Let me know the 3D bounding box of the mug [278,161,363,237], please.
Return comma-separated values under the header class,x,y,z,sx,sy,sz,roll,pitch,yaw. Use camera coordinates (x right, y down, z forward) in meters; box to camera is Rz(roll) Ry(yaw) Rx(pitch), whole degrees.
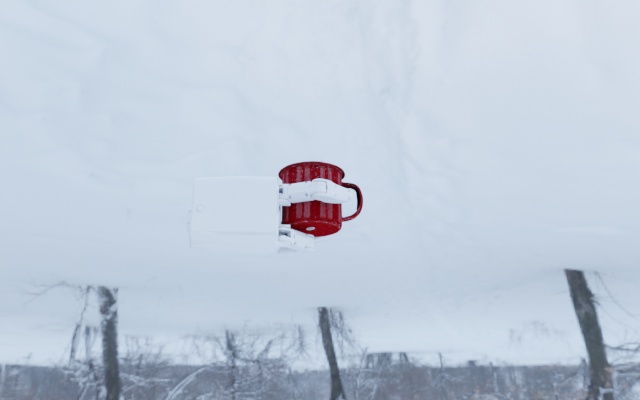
class,x,y,z,sx,sy,sz,roll,pitch,yaw
mug,0.002,0.002,0.653,0.117,0.081,0.093,1,-19,-6
